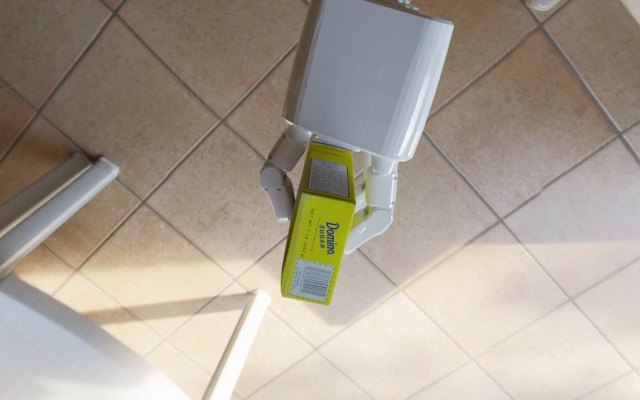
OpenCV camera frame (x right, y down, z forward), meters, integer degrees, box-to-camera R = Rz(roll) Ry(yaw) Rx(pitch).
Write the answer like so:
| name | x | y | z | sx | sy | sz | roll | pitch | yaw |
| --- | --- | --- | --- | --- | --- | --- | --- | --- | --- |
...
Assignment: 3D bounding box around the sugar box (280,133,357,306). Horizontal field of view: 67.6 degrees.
| name | x | y | z | sx | sy | sz | roll | pitch | yaw |
| --- | --- | --- | --- | --- | --- | --- | --- | --- | --- |
| sugar box | 0.001 | 0.001 | 0.423 | 0.048 | 0.093 | 0.176 | 13 | 25 | -1 |
